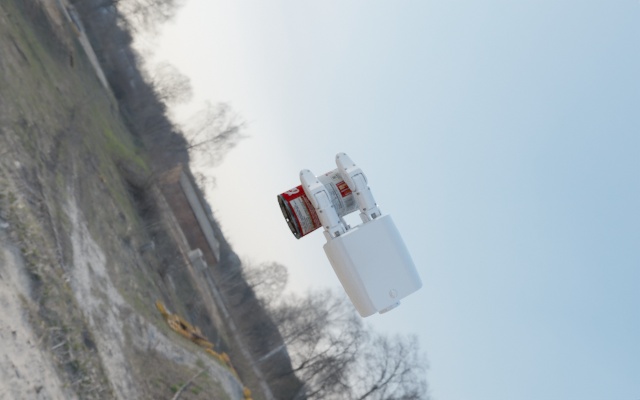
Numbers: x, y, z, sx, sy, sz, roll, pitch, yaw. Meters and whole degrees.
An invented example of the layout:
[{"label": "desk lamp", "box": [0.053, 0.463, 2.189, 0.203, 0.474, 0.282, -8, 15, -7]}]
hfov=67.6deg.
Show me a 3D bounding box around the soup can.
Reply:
[{"label": "soup can", "box": [0.000, 0.002, 0.659, 0.102, 0.068, 0.068, -25, 6, -13]}]
